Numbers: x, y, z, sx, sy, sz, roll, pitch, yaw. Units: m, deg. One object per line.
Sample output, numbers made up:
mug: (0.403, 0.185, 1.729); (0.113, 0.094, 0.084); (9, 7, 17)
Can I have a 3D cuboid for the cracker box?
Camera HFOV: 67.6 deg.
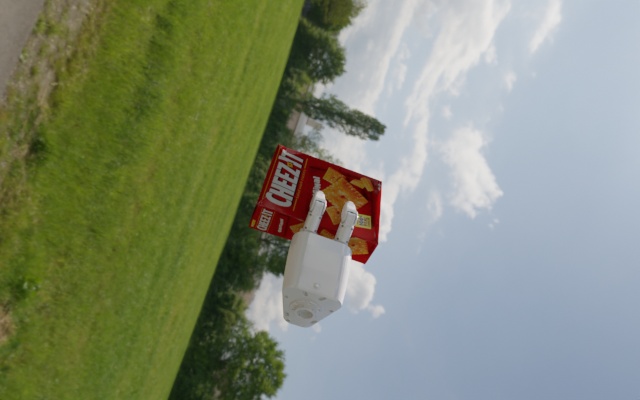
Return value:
cracker box: (0.000, 0.003, 0.852); (0.214, 0.164, 0.072); (19, -46, -7)
